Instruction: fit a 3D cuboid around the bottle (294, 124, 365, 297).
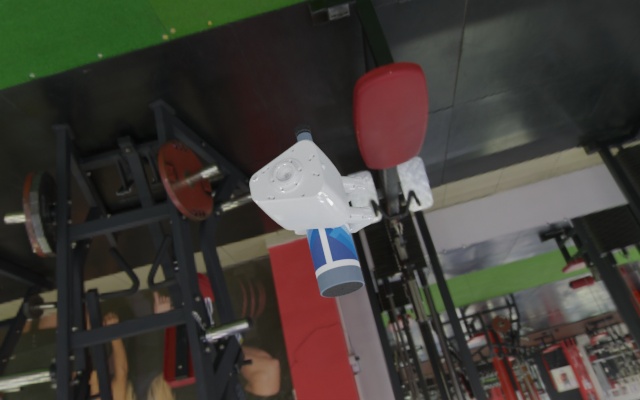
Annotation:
[{"bbox_3d":[0.000,0.003,0.761,0.069,0.295,0.069,-11,-27,-6],"label":"bottle"}]
